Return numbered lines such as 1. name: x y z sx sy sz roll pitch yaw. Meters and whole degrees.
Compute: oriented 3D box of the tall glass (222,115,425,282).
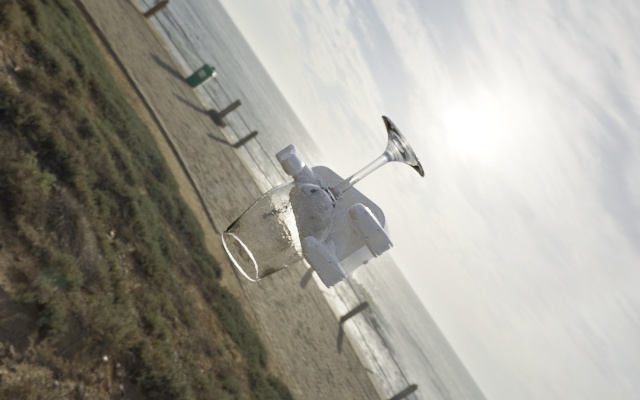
1. tall glass: 0.001 0.001 0.481 0.201 0.079 0.079 -34 -2 3
